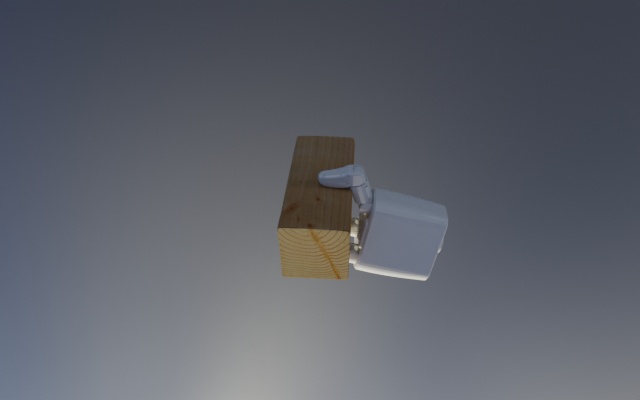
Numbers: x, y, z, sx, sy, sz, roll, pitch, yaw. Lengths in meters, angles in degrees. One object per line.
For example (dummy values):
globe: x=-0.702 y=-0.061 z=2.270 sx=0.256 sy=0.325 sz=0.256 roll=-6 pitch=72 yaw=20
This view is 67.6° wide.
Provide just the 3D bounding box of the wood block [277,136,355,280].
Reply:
wood block: x=0.000 y=0.002 z=0.673 sx=0.090 sy=0.091 sz=0.206 roll=3 pitch=40 yaw=4
